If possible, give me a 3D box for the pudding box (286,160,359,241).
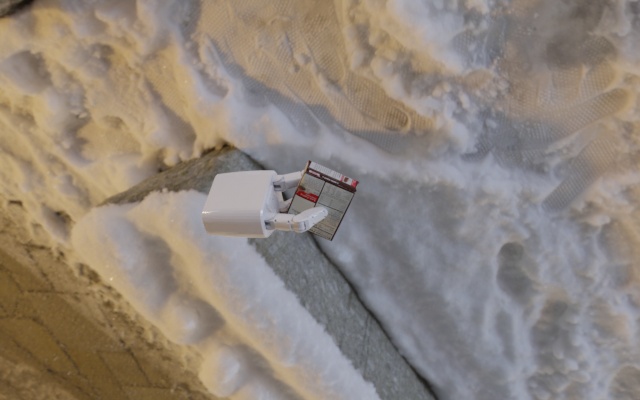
[{"bbox_3d":[0.000,0.003,0.780,0.090,0.114,0.039,23,37,-3],"label":"pudding box"}]
